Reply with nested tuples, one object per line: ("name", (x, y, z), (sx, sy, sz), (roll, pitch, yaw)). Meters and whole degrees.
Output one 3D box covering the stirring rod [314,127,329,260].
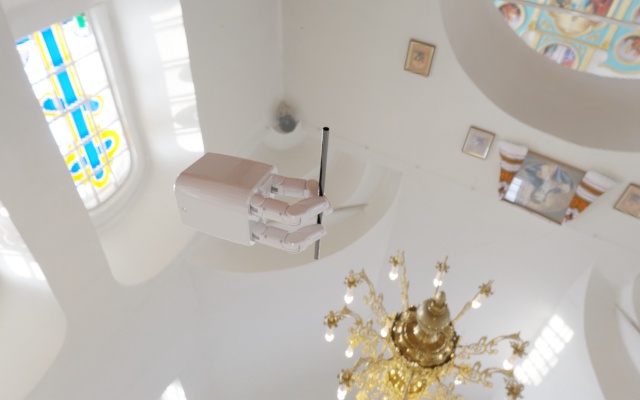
("stirring rod", (0.000, 0.002, 0.630), (0.011, 0.011, 0.240), (0, -44, -4))
